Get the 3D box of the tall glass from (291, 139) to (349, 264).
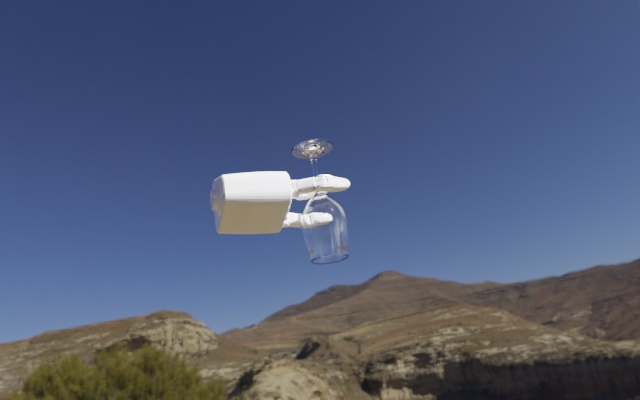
[{"bbox_3d":[0.000,0.002,0.803,0.079,0.201,0.079,-9,-18,-3],"label":"tall glass"}]
